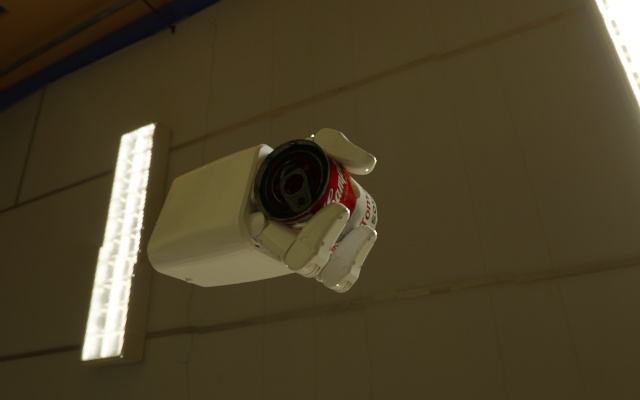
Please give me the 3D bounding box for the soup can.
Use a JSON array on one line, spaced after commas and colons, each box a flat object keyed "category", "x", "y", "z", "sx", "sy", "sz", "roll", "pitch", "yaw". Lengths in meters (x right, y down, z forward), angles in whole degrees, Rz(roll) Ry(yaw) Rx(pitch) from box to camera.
[{"category": "soup can", "x": 0.001, "y": 0.001, "z": 0.407, "sx": 0.068, "sy": 0.068, "sz": 0.102, "roll": 0, "pitch": -21, "yaw": 30}]
